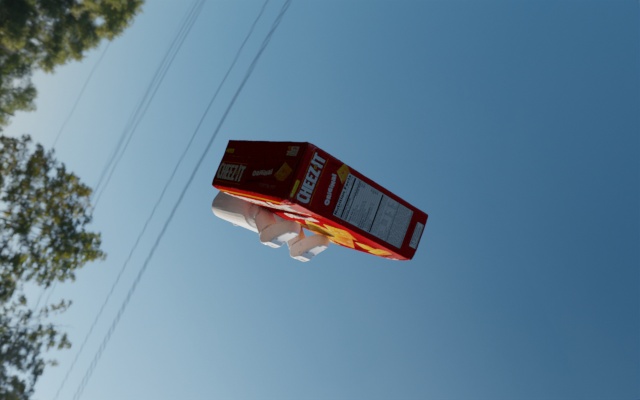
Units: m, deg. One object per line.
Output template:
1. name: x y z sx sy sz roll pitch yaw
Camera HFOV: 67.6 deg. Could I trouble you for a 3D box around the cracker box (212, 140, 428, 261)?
1. cracker box: 0.000 0.002 0.586 0.214 0.072 0.164 27 -11 -38
